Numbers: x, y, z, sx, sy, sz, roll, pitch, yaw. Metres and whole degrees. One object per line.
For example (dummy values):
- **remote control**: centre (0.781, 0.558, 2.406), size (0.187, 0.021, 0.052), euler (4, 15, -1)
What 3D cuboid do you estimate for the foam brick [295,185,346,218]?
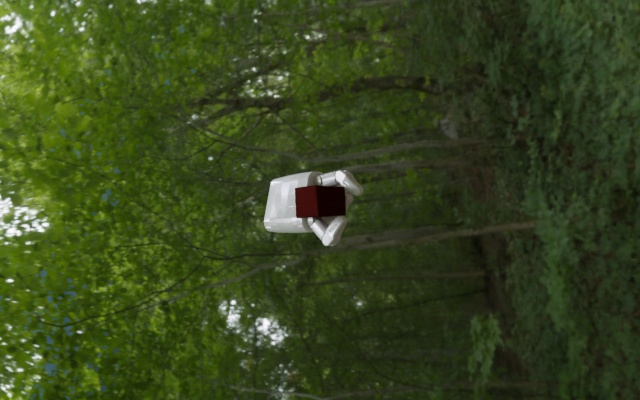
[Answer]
- **foam brick**: centre (0.000, 0.003, 0.813), size (0.051, 0.053, 0.078), euler (-5, -4, 39)
